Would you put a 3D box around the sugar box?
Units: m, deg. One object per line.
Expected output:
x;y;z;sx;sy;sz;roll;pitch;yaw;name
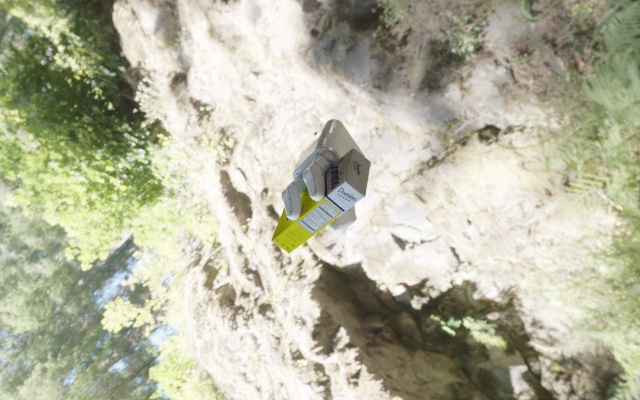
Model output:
0.000;0.002;0.741;0.048;0.093;0.176;37;-55;-16;sugar box
